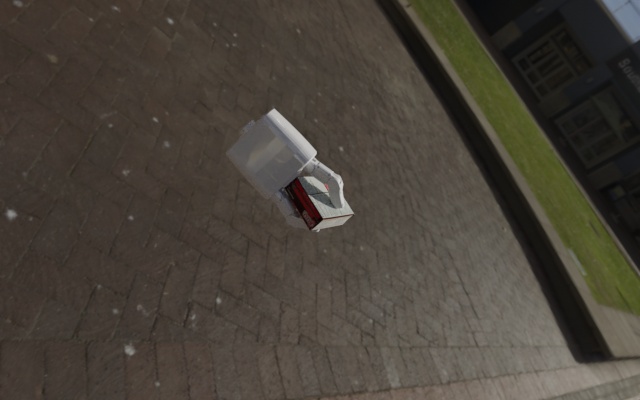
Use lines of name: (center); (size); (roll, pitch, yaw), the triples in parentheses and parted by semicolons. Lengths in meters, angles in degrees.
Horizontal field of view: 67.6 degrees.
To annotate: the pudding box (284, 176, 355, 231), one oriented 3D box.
pudding box: (0.000, 0.003, 0.834); (0.039, 0.090, 0.113); (-40, -19, 30)
